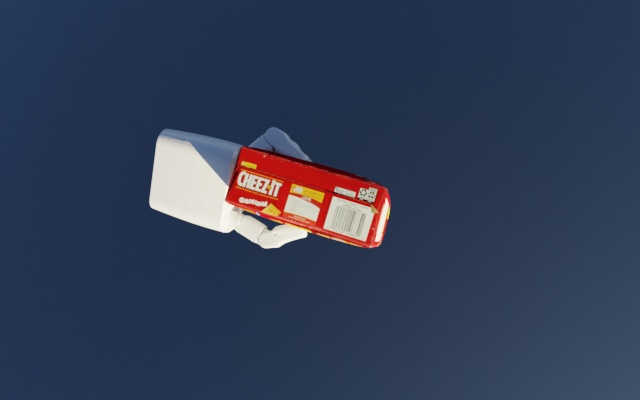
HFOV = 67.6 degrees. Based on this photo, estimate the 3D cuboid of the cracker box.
[{"bbox_3d":[0.000,0.002,0.588,0.164,0.072,0.214,16,-2,10],"label":"cracker box"}]
